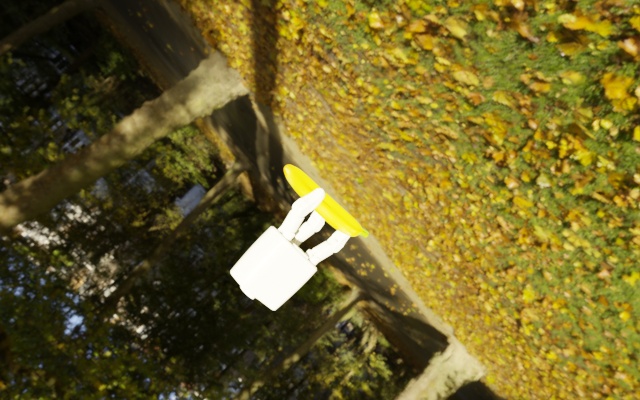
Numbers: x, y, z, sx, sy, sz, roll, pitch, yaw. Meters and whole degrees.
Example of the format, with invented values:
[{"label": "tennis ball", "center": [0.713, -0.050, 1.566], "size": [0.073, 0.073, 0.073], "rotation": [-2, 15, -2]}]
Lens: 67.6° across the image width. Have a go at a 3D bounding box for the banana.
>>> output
[{"label": "banana", "center": [0.001, 0.003, 0.837], "size": [0.198, 0.037, 0.069], "rotation": [43, -1, 10]}]
